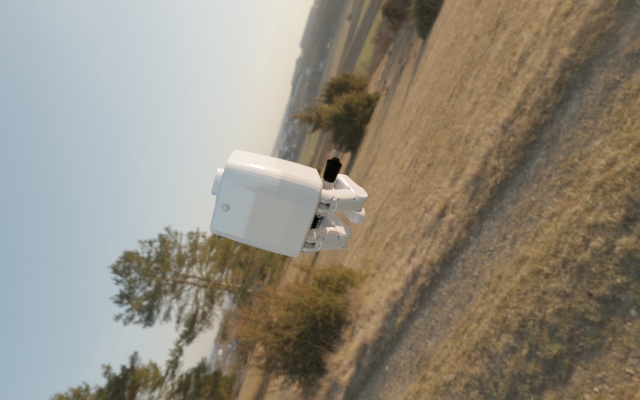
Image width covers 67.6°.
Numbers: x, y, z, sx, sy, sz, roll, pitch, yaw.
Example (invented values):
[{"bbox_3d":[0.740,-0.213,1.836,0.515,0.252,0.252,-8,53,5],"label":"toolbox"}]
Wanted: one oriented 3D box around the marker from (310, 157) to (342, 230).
[{"bbox_3d":[0.000,0.002,0.583,0.020,0.121,0.020,15,28,-8],"label":"marker"}]
